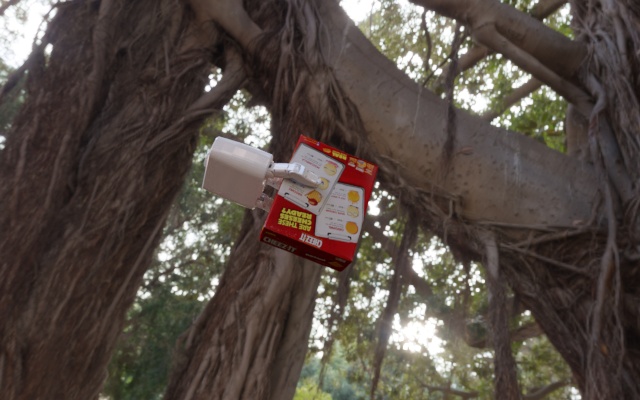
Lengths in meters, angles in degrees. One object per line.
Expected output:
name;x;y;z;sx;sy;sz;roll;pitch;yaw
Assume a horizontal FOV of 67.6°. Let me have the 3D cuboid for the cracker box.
cracker box;0.000;0.003;0.882;0.164;0.213;0.072;22;-31;-5
